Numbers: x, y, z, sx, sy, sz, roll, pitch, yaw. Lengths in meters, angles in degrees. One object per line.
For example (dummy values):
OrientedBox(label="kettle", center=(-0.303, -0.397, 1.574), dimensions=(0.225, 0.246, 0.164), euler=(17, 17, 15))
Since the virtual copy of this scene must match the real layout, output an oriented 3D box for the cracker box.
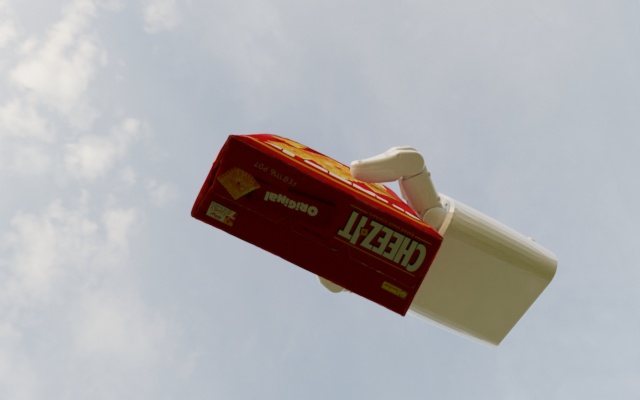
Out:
OrientedBox(label="cracker box", center=(0.000, 0.002, 0.422), dimensions=(0.164, 0.072, 0.213), euler=(25, 7, -3))
